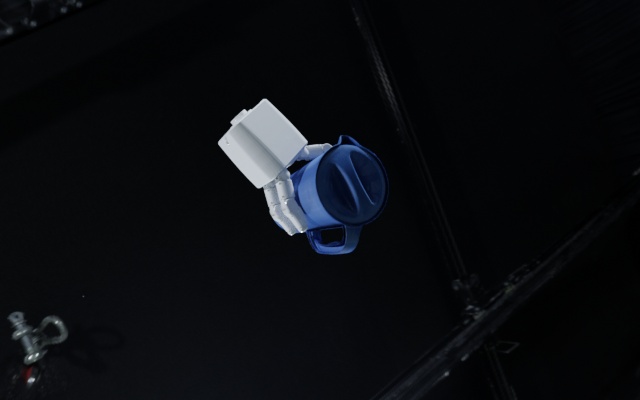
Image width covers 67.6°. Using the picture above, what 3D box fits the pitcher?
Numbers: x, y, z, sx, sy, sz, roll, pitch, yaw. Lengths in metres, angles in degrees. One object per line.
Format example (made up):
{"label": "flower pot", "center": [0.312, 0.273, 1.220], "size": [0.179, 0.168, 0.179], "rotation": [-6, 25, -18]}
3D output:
{"label": "pitcher", "center": [0.000, 0.003, 0.842], "size": [0.149, 0.145, 0.243], "rotation": [-50, 13, -25]}
